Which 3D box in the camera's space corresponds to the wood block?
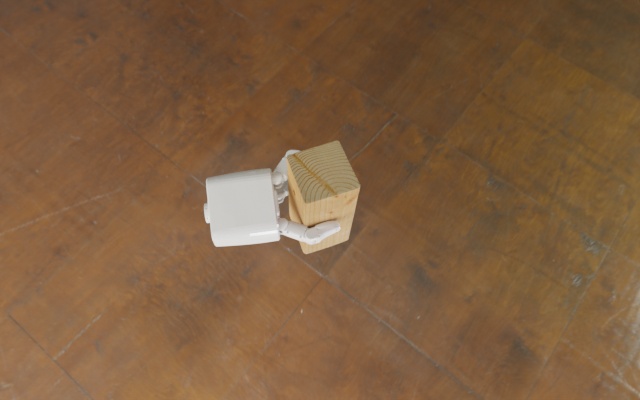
[{"bbox_3d":[0.000,0.003,0.807,0.090,0.090,0.206,-18,-25,-11],"label":"wood block"}]
